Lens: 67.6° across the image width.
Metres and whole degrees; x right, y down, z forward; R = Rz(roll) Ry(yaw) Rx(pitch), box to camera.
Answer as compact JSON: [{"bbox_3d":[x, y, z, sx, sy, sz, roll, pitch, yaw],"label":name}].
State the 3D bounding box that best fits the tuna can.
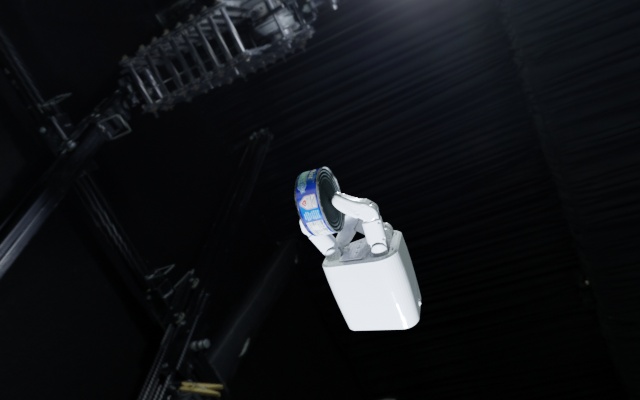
[{"bbox_3d":[0.000,0.002,0.610,0.034,0.086,0.086,-13,-5,21],"label":"tuna can"}]
